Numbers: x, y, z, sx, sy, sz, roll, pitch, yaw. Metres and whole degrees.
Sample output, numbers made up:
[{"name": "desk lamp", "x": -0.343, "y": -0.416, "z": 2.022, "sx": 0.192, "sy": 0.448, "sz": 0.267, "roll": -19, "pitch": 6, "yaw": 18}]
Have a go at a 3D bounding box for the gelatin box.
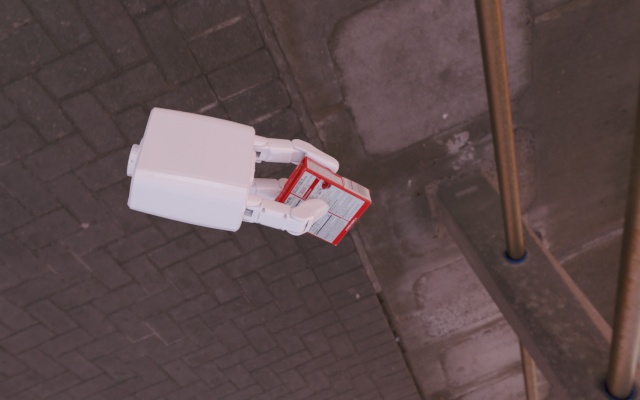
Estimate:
[{"name": "gelatin box", "x": 0.000, "y": 0.002, "z": 0.535, "sx": 0.089, "sy": 0.073, "sz": 0.030, "roll": 26, "pitch": 29, "yaw": -18}]
